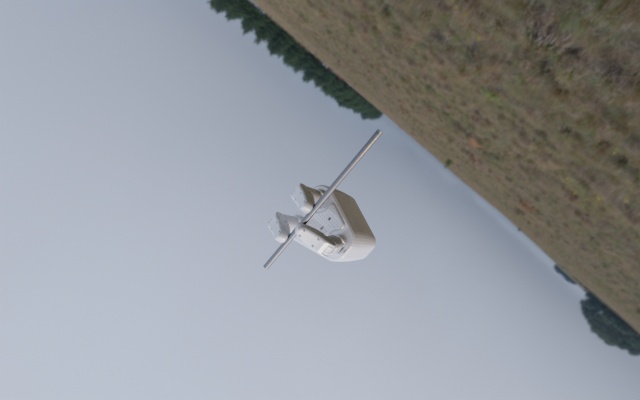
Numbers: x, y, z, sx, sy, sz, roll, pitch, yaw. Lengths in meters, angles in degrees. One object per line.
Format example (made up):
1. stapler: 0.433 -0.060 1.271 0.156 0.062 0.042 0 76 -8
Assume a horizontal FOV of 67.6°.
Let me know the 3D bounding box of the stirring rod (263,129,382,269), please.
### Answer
1. stirring rod: 0.000 0.002 0.629 0.011 0.239 0.011 38 13 -10
